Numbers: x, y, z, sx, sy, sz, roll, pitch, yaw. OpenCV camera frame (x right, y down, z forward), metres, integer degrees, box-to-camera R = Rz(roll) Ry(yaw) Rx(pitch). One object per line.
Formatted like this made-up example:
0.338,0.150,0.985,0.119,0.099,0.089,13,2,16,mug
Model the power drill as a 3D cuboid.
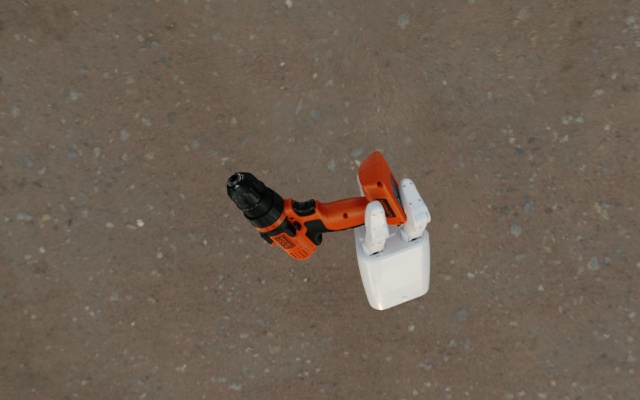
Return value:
0.001,0.002,0.598,0.187,0.057,0.184,-16,-36,20,power drill
